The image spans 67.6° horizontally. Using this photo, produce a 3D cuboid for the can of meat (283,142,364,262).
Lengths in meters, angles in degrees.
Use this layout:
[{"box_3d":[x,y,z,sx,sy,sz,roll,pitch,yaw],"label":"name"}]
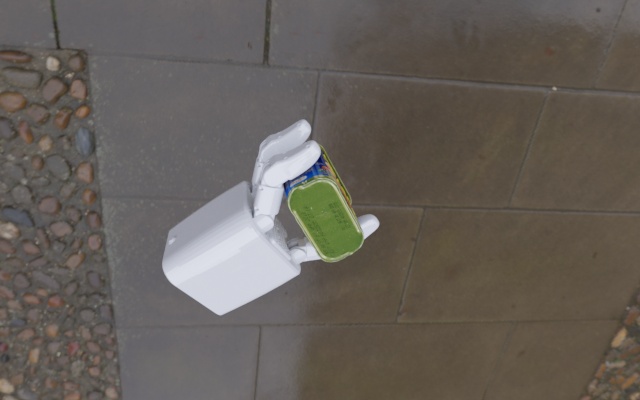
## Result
[{"box_3d":[0.000,0.002,0.495,0.057,0.102,0.084,-28,29,5],"label":"can of meat"}]
